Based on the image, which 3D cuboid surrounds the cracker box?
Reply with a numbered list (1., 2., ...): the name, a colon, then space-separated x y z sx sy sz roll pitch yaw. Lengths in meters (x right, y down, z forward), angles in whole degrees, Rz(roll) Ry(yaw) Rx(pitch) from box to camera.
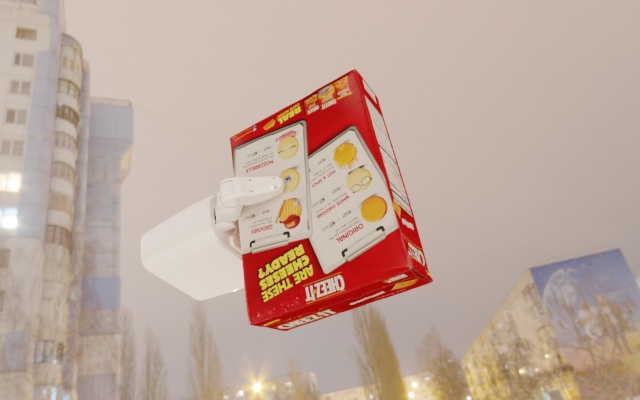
1. cracker box: 0.000 0.001 0.476 0.164 0.213 0.072 -24 -29 22
